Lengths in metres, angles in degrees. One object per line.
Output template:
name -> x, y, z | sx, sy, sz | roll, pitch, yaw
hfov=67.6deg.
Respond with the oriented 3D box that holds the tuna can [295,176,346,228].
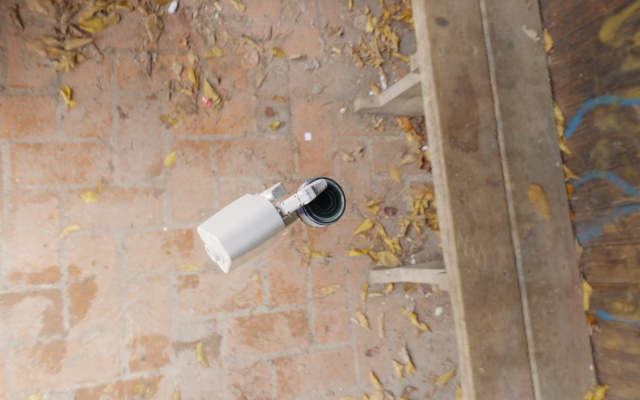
tuna can -> 0.000, 0.003, 0.816 | 0.086, 0.086, 0.034 | 0, -11, -25
